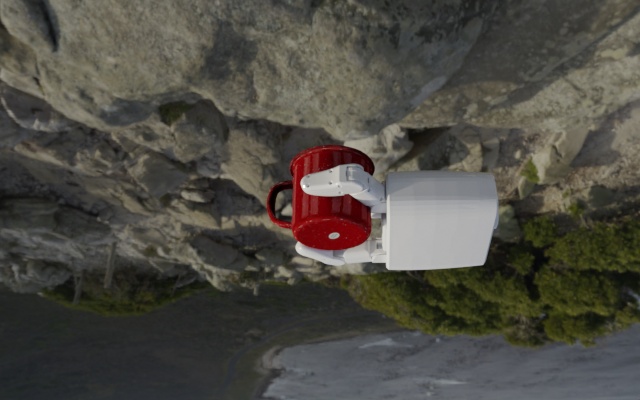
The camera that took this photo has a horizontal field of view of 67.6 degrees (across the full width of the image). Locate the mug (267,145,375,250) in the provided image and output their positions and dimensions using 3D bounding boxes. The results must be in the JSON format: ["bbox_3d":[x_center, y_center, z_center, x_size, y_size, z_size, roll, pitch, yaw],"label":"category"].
[{"bbox_3d":[-0.001,0.002,0.504,0.117,0.081,0.093,-3,-29,7],"label":"mug"}]
